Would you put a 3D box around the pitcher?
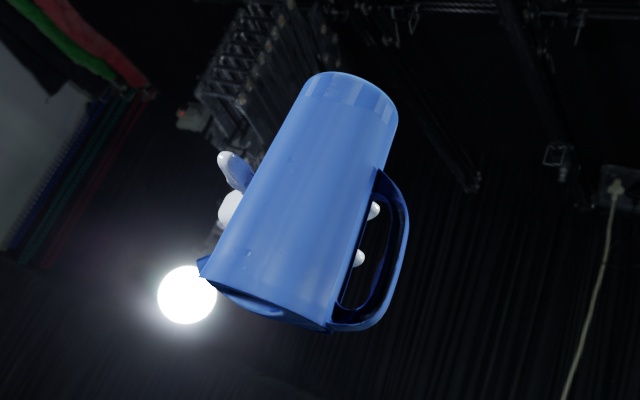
[{"bbox_3d":[0.000,0.002,0.470,0.149,0.242,0.145,30,-20,-20],"label":"pitcher"}]
